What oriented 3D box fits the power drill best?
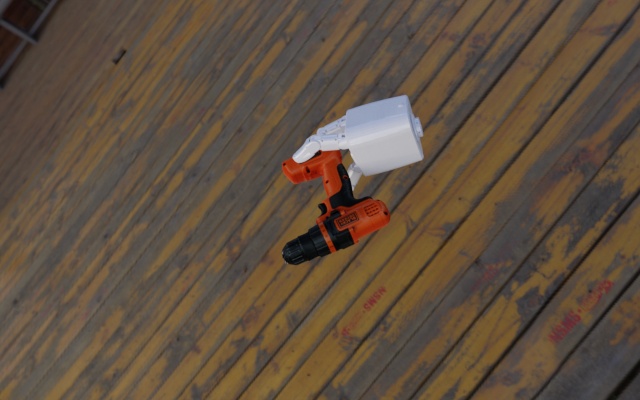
[{"bbox_3d":[0.000,0.002,0.799,0.184,0.187,0.057,-24,-32,-1],"label":"power drill"}]
